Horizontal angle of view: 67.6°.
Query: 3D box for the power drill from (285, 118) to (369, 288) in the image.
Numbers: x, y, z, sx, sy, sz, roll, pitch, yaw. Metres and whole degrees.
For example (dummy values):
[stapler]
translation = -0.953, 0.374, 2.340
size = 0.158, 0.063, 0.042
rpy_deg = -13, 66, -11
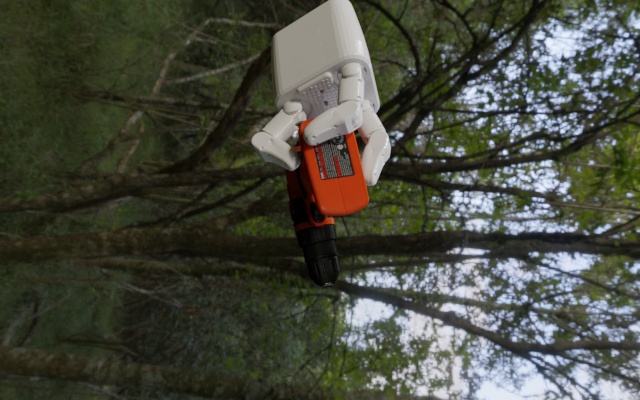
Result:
[power drill]
translation = 0.000, 0.001, 0.547
size = 0.057, 0.184, 0.188
rpy_deg = -11, -13, -14
